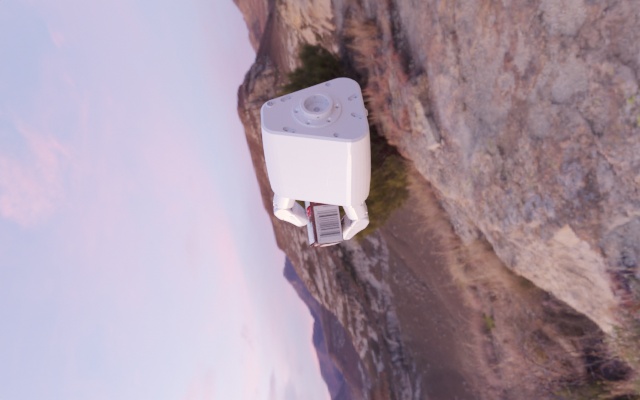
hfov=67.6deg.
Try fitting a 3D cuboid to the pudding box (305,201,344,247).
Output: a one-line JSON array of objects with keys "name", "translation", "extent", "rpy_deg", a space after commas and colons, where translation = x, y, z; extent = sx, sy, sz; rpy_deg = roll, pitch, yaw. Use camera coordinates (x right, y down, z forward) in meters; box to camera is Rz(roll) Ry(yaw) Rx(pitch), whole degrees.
[{"name": "pudding box", "translation": [0.000, 0.002, 0.615], "extent": [0.039, 0.113, 0.090], "rpy_deg": [-5, -7, -5]}]
